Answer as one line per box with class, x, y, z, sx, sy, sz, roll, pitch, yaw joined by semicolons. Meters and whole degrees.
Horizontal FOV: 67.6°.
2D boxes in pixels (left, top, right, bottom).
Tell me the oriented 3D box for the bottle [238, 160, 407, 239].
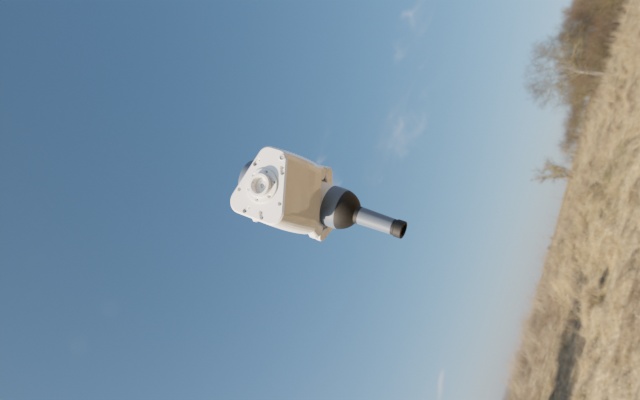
bottle;0.000;0.002;0.781;0.295;0.069;0.069;19;9;27
